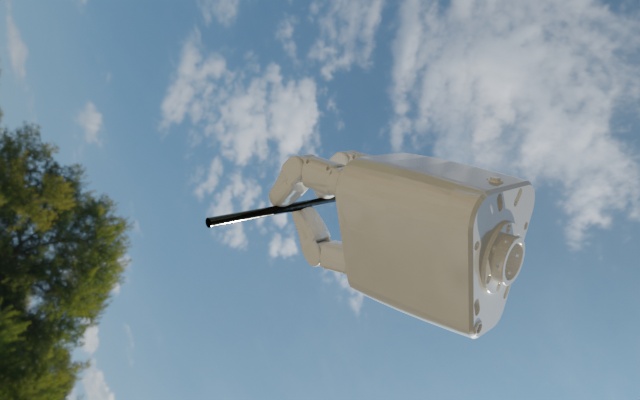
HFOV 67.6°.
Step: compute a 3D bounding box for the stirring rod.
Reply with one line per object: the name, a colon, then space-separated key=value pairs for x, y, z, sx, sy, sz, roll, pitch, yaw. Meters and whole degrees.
stirring rod: x=0.000 y=0.002 z=0.445 sx=0.239 sy=0.011 sz=0.011 roll=-10 pitch=7 yaw=-44
